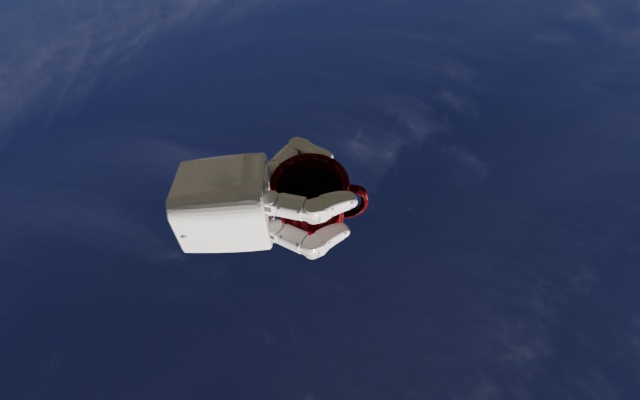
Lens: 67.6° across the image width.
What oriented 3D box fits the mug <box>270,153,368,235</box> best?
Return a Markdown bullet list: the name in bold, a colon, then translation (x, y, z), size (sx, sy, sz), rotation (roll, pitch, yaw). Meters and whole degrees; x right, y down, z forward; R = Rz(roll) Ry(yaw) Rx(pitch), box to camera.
- **mug**: translation (0.002, 0.002, 0.591), size (0.117, 0.093, 0.082), rotation (-3, -38, -1)
